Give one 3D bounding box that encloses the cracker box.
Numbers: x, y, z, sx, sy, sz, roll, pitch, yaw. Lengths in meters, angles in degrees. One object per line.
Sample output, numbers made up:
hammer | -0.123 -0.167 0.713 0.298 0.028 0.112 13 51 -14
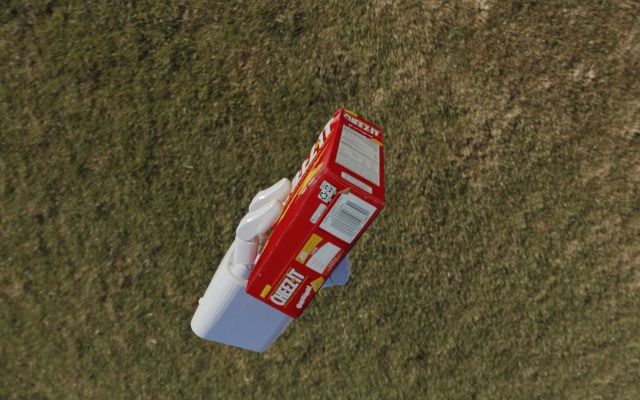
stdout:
cracker box | 0.000 0.002 0.544 0.072 0.164 0.213 30 26 -9
